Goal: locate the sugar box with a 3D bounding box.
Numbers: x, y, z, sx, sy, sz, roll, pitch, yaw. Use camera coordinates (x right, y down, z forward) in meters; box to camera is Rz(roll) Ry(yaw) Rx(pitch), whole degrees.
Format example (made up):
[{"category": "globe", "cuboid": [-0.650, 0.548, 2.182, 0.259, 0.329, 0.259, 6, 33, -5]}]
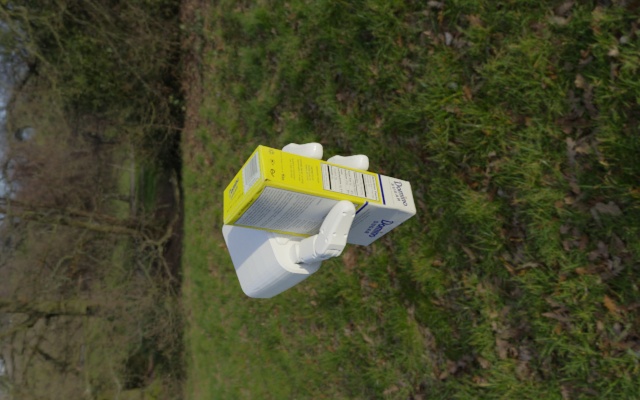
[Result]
[{"category": "sugar box", "cuboid": [0.000, 0.001, 0.491, 0.176, 0.048, 0.093, 9, -32, -31]}]
